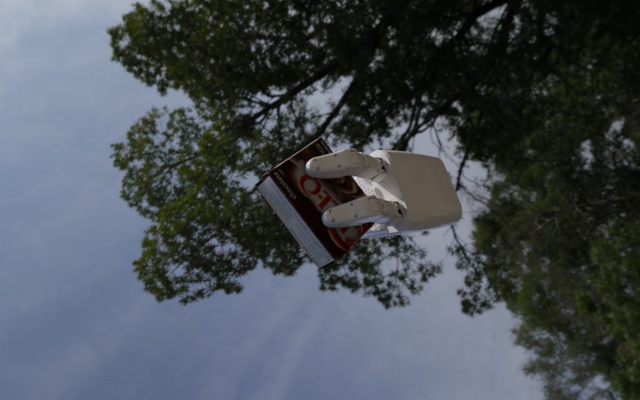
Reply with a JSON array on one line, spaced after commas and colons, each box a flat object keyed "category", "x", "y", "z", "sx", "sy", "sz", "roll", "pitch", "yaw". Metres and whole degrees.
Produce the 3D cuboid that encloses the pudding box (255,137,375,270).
[{"category": "pudding box", "x": 0.000, "y": 0.002, "z": 0.502, "sx": 0.090, "sy": 0.113, "sz": 0.039, "roll": -39, "pitch": 0, "yaw": -42}]
